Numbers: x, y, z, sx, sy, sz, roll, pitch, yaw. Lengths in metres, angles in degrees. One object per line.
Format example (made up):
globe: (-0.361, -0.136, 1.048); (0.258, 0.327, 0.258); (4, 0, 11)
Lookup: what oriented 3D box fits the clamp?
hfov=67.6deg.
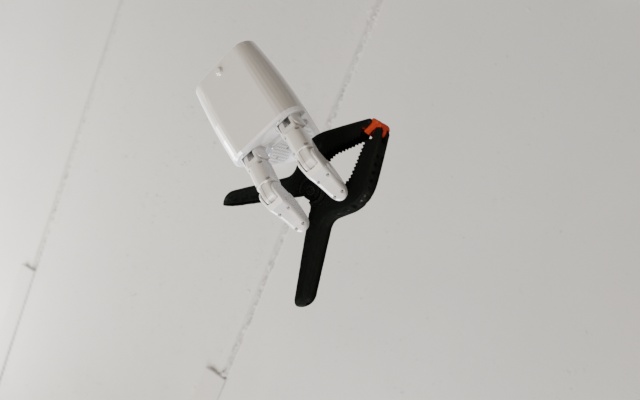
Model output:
clamp: (0.001, 0.001, 0.517); (0.210, 0.164, 0.036); (-40, -19, 20)
